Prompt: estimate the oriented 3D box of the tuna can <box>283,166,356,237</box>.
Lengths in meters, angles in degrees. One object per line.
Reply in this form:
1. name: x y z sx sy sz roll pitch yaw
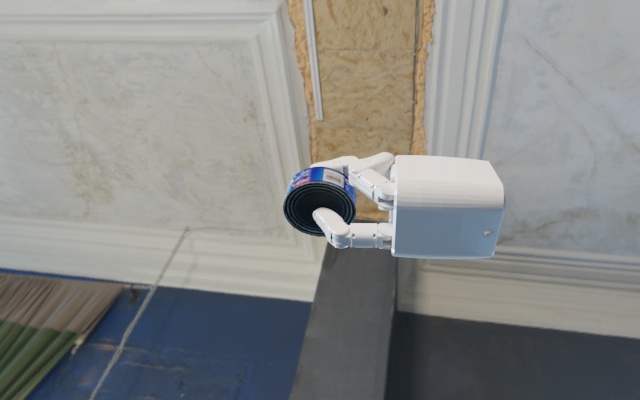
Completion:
1. tuna can: 0.000 0.001 0.569 0.086 0.086 0.033 0 41 6
